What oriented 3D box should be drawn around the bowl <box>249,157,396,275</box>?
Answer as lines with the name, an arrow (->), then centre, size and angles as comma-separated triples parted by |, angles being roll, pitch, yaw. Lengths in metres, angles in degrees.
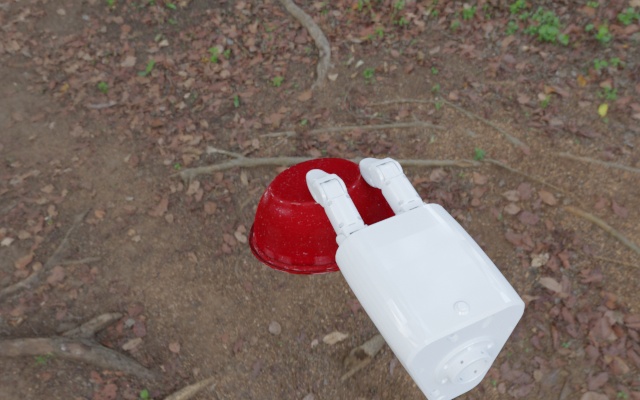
bowl -> -0.001, 0.001, 0.481 | 0.162, 0.055, 0.162 | -9, 31, 6
